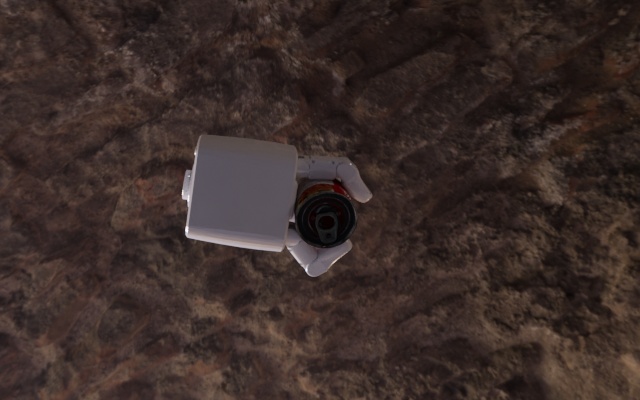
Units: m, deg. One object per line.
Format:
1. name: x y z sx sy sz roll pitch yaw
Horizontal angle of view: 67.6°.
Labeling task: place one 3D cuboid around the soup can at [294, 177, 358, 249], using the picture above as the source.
1. soup can: 0.001 0.002 0.556 0.068 0.068 0.102 0 24 -8
